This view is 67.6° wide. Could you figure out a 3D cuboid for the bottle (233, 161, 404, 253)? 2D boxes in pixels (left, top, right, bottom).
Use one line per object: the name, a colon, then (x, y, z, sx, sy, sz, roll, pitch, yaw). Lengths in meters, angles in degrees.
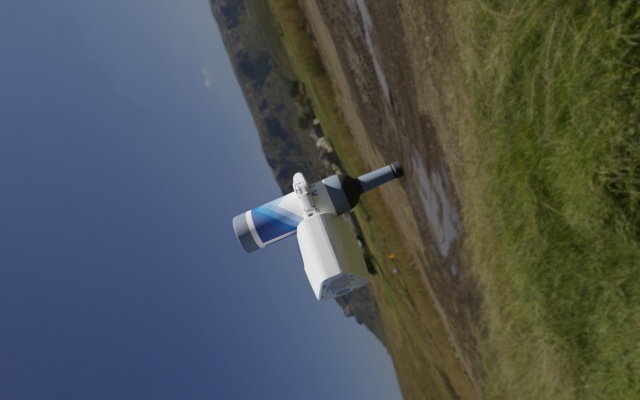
bottle: (0.000, 0.003, 0.809, 0.296, 0.069, 0.069, -23, -1, 3)
